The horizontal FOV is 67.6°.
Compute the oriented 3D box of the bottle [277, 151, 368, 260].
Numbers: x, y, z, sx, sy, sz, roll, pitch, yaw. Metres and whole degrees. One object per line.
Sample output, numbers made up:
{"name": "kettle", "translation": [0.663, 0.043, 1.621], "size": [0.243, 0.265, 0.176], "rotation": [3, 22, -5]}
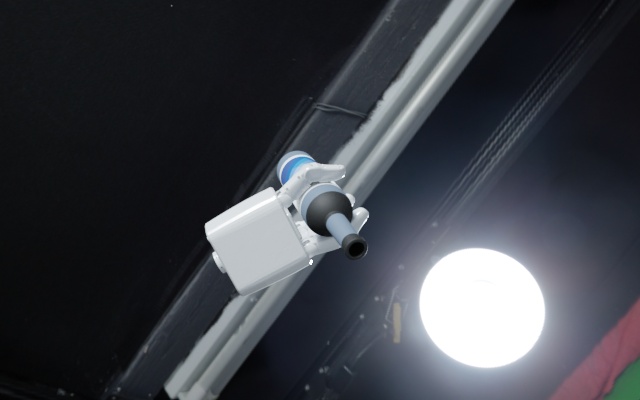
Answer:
{"name": "bottle", "translation": [0.000, 0.002, 0.668], "size": [0.069, 0.069, 0.295], "rotation": [0, 21, -17]}
